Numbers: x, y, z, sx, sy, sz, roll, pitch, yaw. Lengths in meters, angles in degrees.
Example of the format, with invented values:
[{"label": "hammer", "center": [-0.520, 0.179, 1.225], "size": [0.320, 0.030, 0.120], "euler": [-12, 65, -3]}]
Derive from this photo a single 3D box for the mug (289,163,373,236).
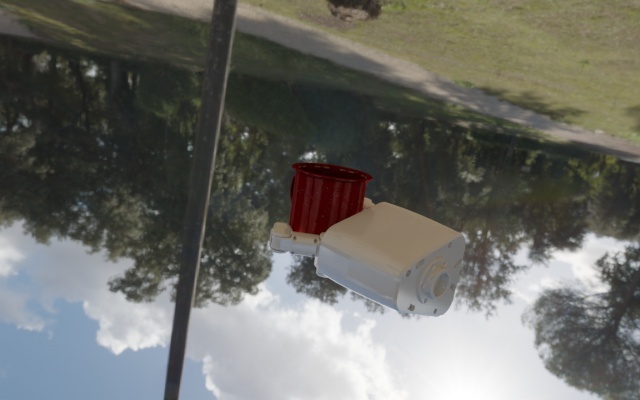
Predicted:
[{"label": "mug", "center": [-0.001, 0.002, 0.562], "size": [0.093, 0.081, 0.117], "euler": [-3, 17, -41]}]
